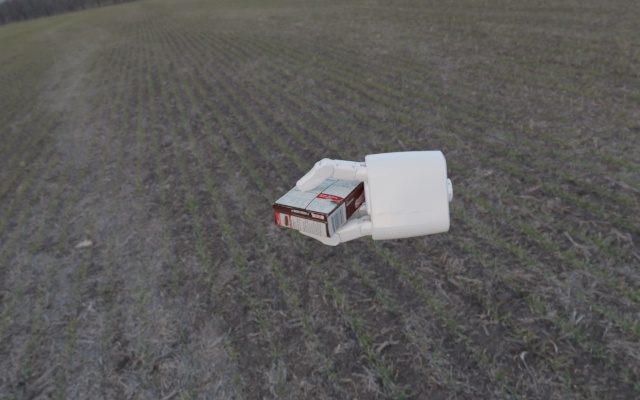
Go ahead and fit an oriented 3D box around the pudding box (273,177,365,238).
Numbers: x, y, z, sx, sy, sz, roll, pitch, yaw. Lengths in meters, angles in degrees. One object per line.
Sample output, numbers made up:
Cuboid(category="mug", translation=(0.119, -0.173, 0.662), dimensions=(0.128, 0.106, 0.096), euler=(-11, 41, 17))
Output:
Cuboid(category="pudding box", translation=(0.000, 0.002, 0.675), dimensions=(0.090, 0.039, 0.113), euler=(11, 31, 28))
